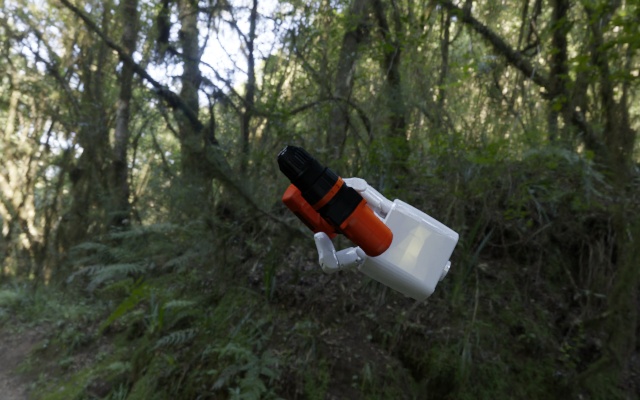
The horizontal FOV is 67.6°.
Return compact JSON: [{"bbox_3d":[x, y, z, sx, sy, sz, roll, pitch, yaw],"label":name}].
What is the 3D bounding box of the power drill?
[{"bbox_3d":[0.000,0.002,0.667,0.184,0.057,0.187,45,-10,-10],"label":"power drill"}]
